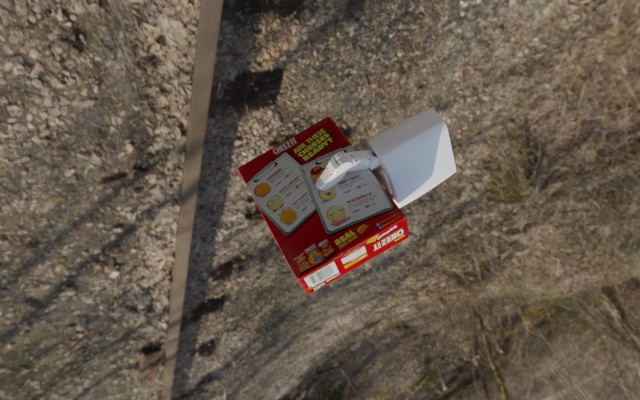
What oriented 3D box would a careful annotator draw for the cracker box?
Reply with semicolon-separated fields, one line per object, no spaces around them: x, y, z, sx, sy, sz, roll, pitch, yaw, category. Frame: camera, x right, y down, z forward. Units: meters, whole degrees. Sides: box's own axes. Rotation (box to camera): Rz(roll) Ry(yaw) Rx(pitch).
0.000;0.002;0.687;0.164;0.213;0.072;-30;-33;-4;cracker box
